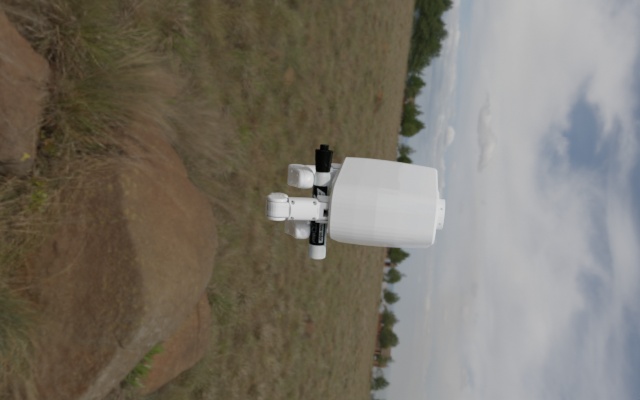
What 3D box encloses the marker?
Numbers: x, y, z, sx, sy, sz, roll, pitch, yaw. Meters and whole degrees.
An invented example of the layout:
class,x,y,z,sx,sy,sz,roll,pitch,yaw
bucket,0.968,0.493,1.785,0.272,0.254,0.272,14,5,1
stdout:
class,x,y,z,sx,sy,sz,roll,pitch,yaw
marker,0.000,0.002,0.503,0.020,0.121,0.020,4,11,-1
